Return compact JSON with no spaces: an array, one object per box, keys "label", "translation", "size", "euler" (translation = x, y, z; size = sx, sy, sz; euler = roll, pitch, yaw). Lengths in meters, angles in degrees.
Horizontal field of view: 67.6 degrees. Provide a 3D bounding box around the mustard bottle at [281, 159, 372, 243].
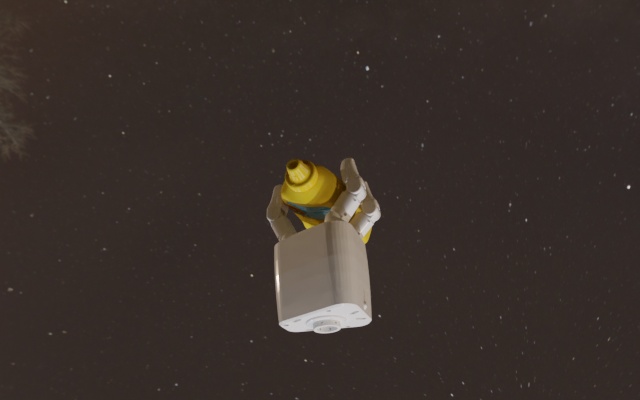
[{"label":"mustard bottle","translation":[0.000,0.002,0.648],"size":[0.096,0.058,0.192],"euler":[9,-23,27]}]
